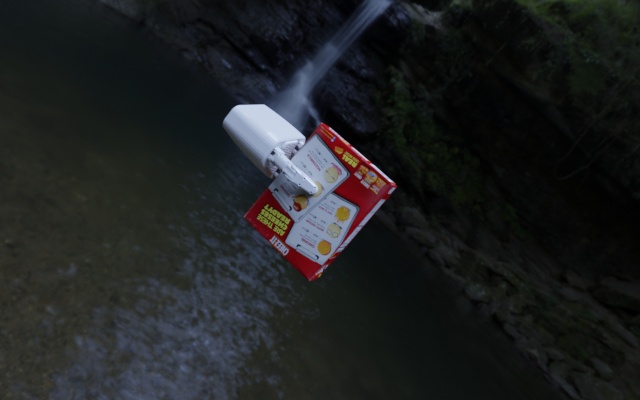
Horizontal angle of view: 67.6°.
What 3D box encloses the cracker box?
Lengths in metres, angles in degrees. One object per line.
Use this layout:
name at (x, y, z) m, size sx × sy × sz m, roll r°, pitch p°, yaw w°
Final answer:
cracker box at (0.000, 0.003, 0.820) m, size 0.164 × 0.214 × 0.072 m, roll 42°, pitch 10°, yaw 15°
